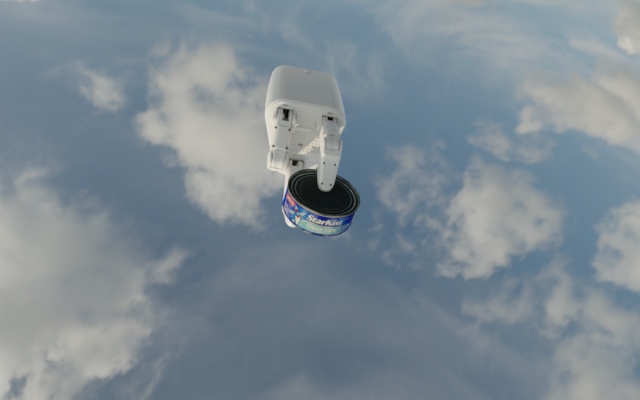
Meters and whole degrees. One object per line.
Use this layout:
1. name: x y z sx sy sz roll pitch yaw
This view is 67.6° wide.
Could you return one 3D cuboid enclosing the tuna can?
1. tuna can: 0.000 0.002 0.550 0.086 0.034 0.086 13 36 -9
